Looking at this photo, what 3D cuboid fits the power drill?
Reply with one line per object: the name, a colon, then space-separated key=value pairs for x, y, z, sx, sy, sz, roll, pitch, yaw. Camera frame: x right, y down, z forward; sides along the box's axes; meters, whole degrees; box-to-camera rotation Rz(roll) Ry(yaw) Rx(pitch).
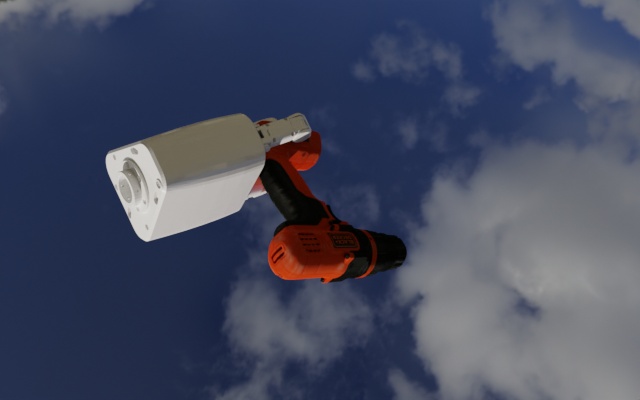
power drill: x=0.000 y=0.001 z=0.524 sx=0.184 sy=0.187 sz=0.057 roll=6 pitch=-44 yaw=-45
